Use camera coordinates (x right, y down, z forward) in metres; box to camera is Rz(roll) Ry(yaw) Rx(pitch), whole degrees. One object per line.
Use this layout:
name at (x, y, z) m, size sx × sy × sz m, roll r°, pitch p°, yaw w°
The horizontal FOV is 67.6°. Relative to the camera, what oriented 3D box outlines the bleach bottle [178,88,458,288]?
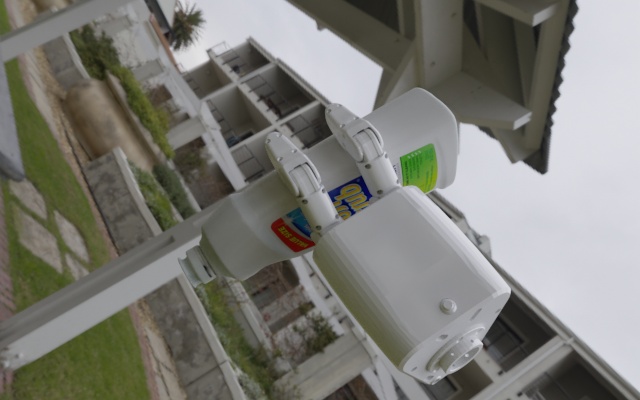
bleach bottle at (0.000, 0.001, 0.414) m, size 0.251 × 0.068 × 0.103 m, roll -30°, pitch -37°, yaw -11°
